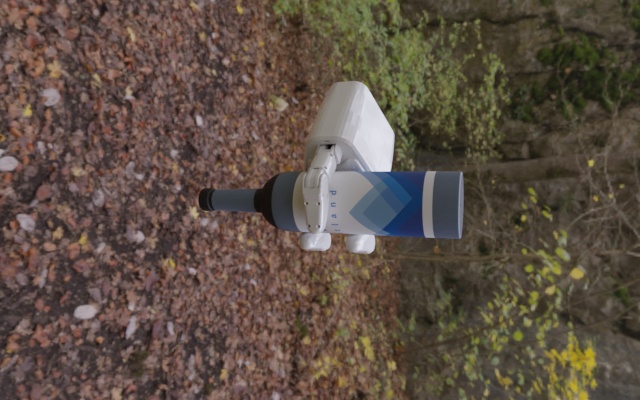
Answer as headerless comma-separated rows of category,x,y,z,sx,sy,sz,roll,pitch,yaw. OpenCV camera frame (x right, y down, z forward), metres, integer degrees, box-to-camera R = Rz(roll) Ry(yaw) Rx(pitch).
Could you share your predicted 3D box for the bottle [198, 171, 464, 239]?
bottle,0.000,0.002,0.519,0.296,0.069,0.069,1,0,20
